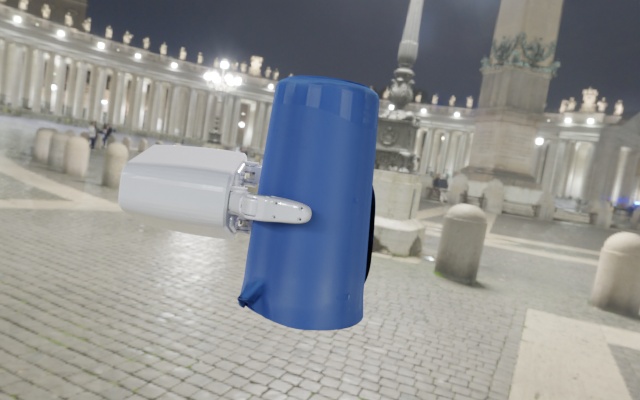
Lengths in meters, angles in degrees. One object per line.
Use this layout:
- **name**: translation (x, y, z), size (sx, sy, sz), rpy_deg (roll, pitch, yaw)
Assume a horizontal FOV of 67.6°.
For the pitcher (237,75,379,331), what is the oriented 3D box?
- **pitcher**: translation (0.000, 0.002, 0.507), size (0.145, 0.243, 0.149), rpy_deg (7, 5, -2)
